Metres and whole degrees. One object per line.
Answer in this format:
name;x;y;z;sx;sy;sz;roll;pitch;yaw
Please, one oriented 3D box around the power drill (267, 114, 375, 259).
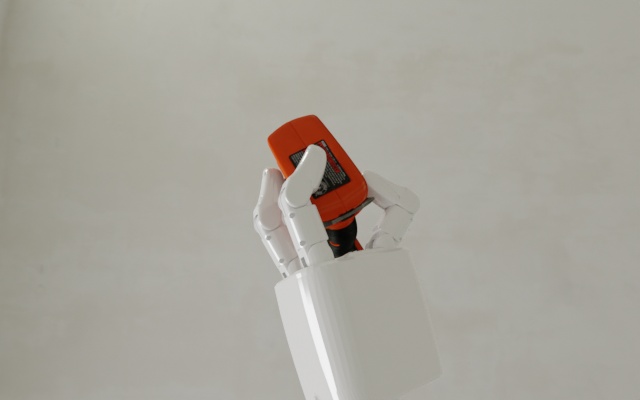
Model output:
power drill;0.000;0.002;0.487;0.057;0.184;0.188;-30;-30;-8
